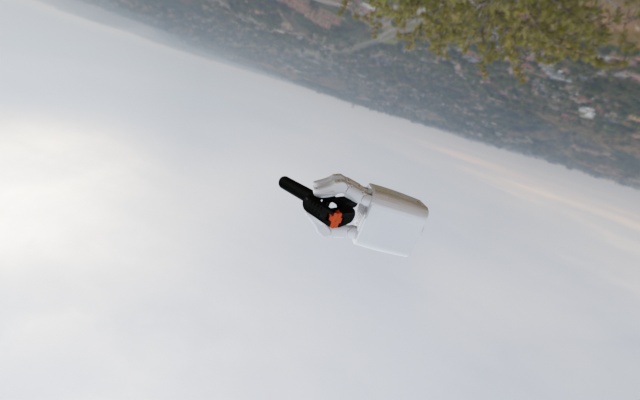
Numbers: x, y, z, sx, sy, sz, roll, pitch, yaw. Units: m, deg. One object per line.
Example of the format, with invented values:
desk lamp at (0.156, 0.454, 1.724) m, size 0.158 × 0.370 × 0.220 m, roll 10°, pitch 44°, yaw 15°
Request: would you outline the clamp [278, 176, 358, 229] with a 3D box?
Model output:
clamp at (0.000, 0.004, 0.863) m, size 0.164 × 0.036 × 0.210 m, roll 16°, pitch 12°, yaw -6°
